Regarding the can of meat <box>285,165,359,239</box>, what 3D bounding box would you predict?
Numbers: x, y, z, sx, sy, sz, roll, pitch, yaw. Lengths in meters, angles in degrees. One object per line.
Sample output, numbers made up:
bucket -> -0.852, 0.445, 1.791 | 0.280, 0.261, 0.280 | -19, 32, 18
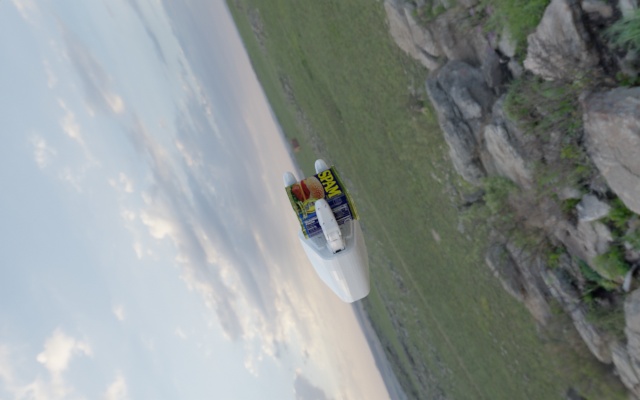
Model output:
can of meat -> 0.000, 0.002, 0.715 | 0.084, 0.057, 0.102 | -23, 37, -2
